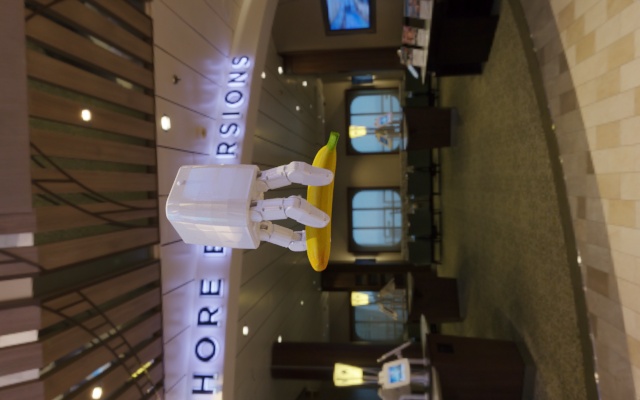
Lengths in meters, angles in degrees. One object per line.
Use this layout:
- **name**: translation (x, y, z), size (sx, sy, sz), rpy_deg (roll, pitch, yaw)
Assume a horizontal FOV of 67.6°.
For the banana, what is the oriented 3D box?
- **banana**: translation (-0.001, 0.005, 0.662), size (0.037, 0.197, 0.070), rpy_deg (5, -20, -2)
